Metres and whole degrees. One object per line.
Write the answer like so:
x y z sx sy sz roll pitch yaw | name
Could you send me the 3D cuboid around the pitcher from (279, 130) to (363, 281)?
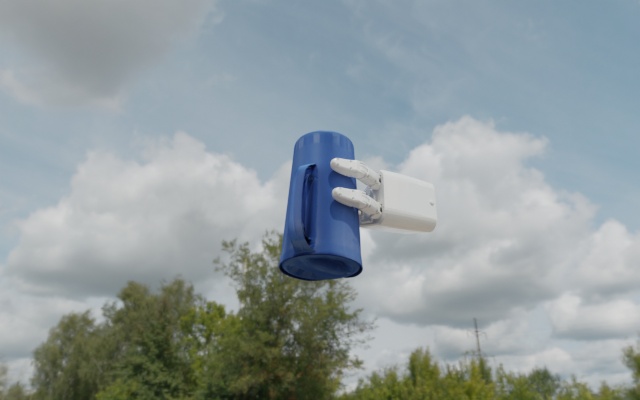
0.000 0.003 0.797 0.145 0.242 0.149 11 -28 -19 | pitcher
